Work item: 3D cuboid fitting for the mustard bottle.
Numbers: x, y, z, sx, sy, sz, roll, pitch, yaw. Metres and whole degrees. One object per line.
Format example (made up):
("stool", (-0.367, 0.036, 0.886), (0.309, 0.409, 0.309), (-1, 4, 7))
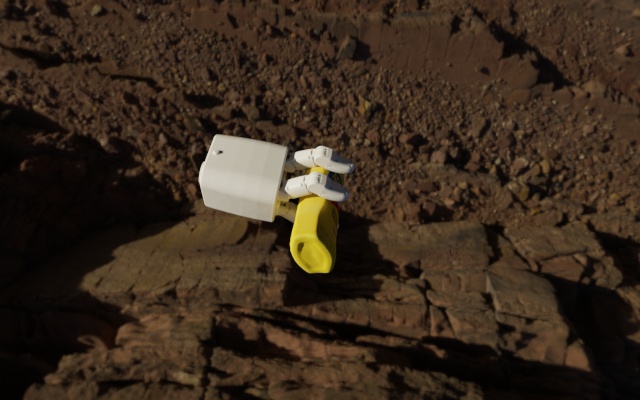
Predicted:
("mustard bottle", (0.000, 0.002, 0.693), (0.058, 0.191, 0.096), (-4, -41, 15))
